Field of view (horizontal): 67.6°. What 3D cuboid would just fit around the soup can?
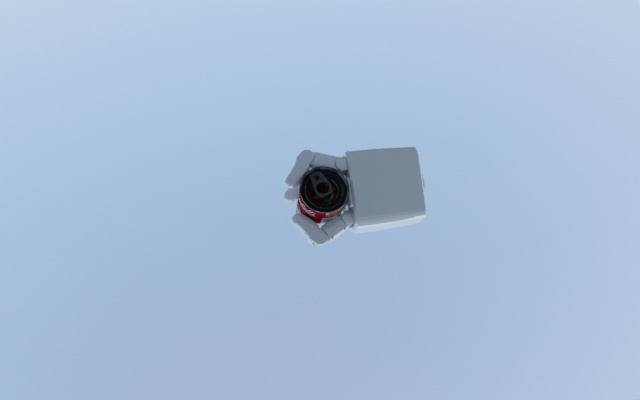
[{"bbox_3d":[0.000,0.003,0.687,0.068,0.068,0.102,0,-20,-7],"label":"soup can"}]
